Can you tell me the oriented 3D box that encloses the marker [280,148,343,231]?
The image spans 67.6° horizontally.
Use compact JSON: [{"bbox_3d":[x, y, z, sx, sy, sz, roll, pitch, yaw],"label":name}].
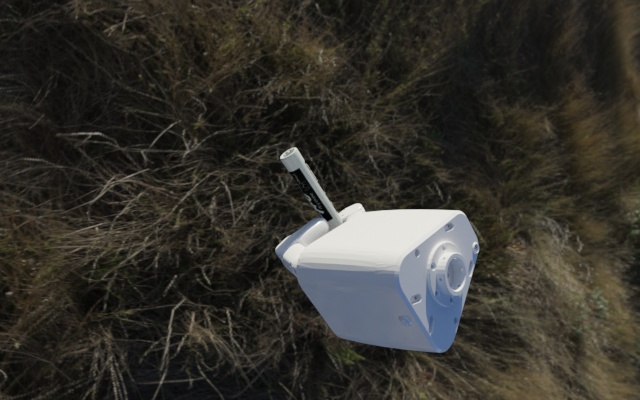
[{"bbox_3d":[0.000,0.002,0.474,0.020,0.121,0.020,-28,24,13],"label":"marker"}]
